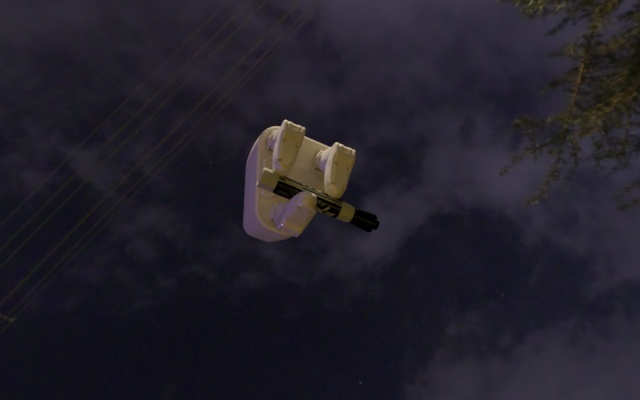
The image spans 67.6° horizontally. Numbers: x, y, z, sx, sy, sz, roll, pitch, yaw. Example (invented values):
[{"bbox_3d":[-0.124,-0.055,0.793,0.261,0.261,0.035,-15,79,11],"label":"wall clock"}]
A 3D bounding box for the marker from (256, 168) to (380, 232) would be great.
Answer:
[{"bbox_3d":[0.000,0.001,0.442,0.121,0.020,0.020,22,-6,-13],"label":"marker"}]
